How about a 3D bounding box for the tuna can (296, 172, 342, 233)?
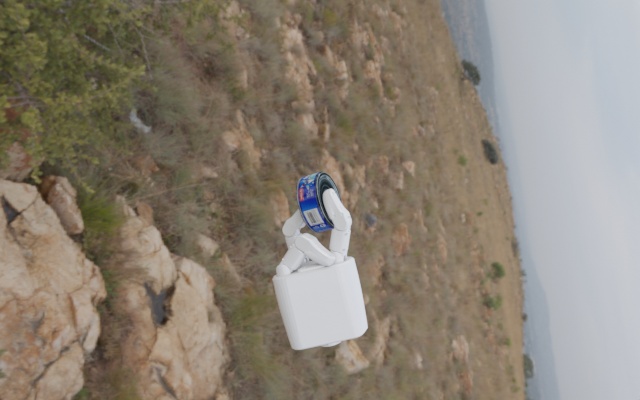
[{"bbox_3d":[0.001,0.002,0.696,0.034,0.086,0.086,-16,-7,24],"label":"tuna can"}]
